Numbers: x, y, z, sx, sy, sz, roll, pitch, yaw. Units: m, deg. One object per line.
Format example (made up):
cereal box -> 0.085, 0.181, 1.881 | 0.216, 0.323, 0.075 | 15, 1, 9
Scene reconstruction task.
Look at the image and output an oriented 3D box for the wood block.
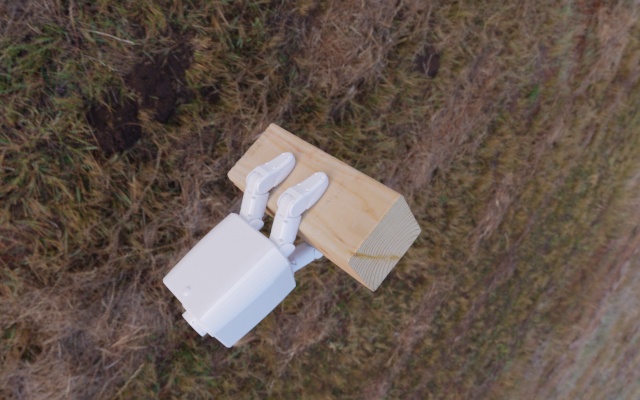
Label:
wood block -> 0.000, 0.002, 0.557 | 0.206, 0.090, 0.091 | 33, -11, 36
